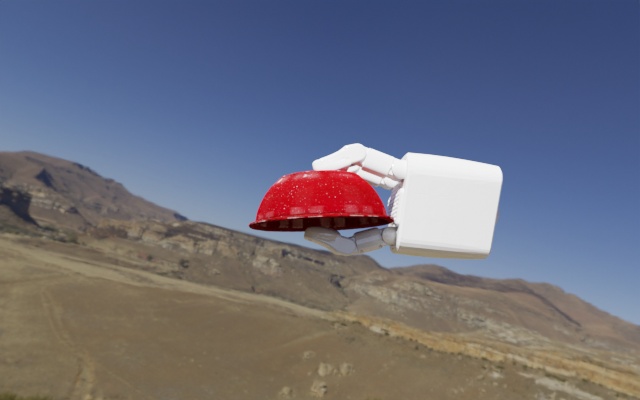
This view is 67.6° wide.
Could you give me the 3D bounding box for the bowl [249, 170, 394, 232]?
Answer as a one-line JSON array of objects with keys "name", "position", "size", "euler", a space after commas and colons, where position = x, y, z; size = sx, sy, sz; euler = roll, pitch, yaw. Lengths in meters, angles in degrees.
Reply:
[{"name": "bowl", "position": [-0.001, 0.001, 0.536], "size": [0.162, 0.055, 0.162], "euler": [-3, -8, 0]}]
